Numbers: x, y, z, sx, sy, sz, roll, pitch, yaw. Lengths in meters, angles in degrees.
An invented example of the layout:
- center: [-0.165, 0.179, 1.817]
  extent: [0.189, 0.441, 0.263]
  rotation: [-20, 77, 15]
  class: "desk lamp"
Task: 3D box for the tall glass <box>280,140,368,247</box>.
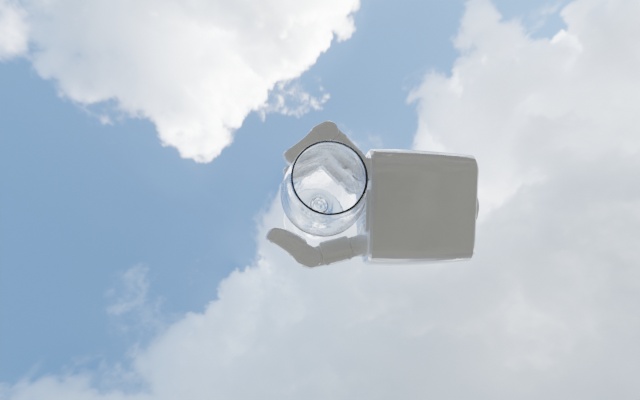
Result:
- center: [0.000, 0.002, 0.473]
  extent: [0.079, 0.079, 0.201]
  rotation: [0, -12, -4]
  class: "tall glass"
